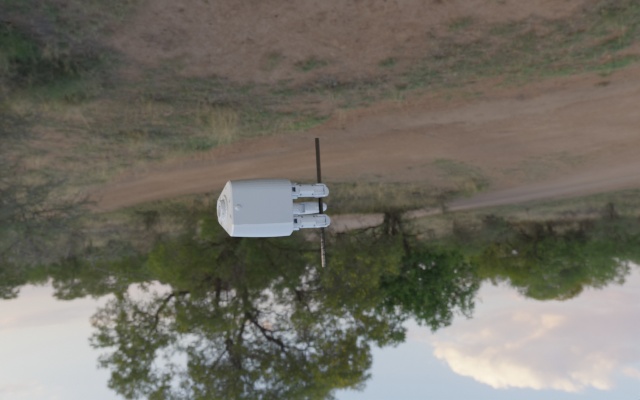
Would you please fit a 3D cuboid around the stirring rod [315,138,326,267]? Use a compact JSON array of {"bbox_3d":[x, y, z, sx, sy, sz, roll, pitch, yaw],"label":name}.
[{"bbox_3d":[0.000,0.003,0.888,0.011,0.239,0.011,-3,-3,0],"label":"stirring rod"}]
